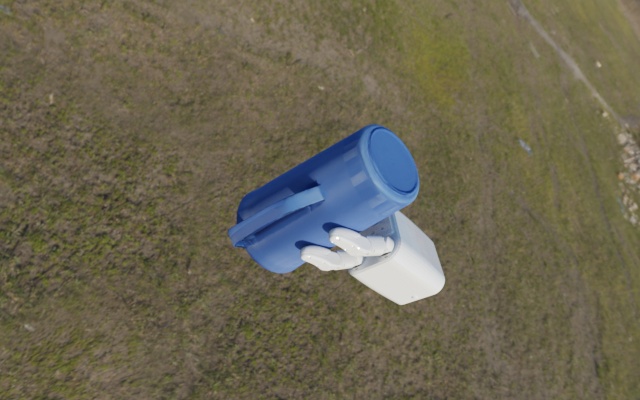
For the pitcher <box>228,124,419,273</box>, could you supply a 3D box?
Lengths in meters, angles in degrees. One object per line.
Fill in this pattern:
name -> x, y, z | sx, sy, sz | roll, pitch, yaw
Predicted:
pitcher -> 0.000, 0.002, 0.634 | 0.145, 0.149, 0.243 | 38, -47, -24
